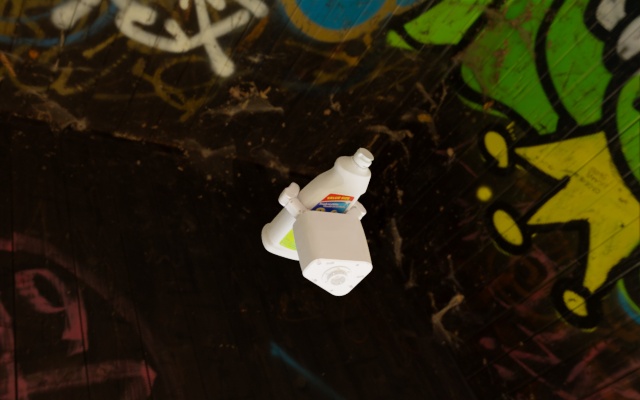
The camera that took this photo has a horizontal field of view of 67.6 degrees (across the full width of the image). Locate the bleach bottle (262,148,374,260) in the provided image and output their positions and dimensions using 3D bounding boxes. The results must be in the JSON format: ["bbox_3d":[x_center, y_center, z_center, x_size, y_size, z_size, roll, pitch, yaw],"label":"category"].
[{"bbox_3d":[0.000,0.003,0.850,0.102,0.068,0.251,21,-55,-29],"label":"bleach bottle"}]
